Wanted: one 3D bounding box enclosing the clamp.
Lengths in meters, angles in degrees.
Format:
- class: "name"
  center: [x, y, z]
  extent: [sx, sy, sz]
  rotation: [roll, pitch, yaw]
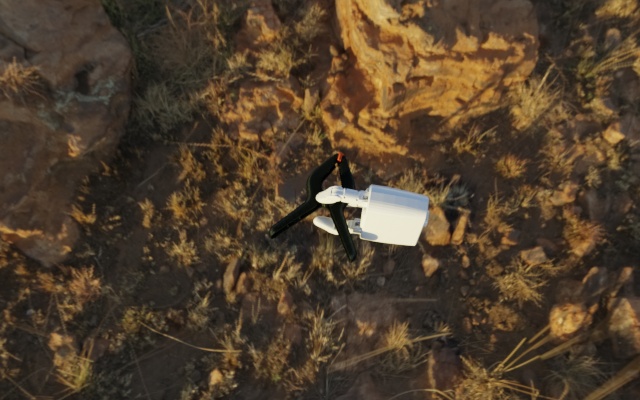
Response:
- class: "clamp"
  center: [0.000, 0.002, 0.896]
  extent: [0.164, 0.210, 0.036]
  rotation: [10, -22, 2]
